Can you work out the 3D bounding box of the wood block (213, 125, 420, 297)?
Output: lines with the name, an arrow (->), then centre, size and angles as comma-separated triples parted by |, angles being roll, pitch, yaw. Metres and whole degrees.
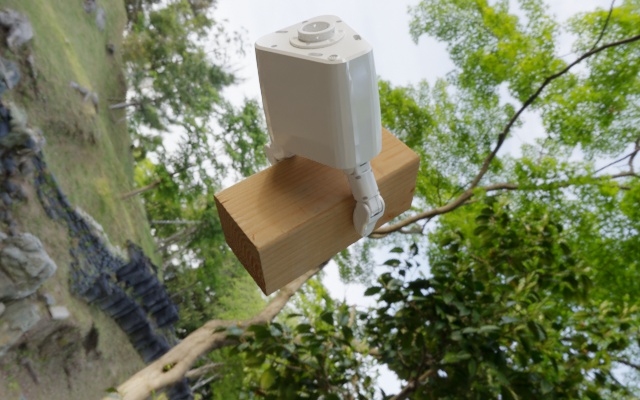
wood block -> 0.000, 0.002, 0.530 | 0.206, 0.090, 0.090 | -29, 55, -22
